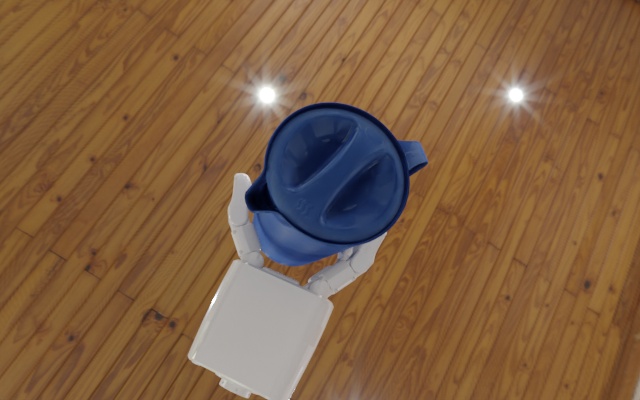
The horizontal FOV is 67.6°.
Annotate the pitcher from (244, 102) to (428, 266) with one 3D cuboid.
[{"bbox_3d":[0.000,0.002,0.527,0.149,0.145,0.243,26,-19,-6],"label":"pitcher"}]
